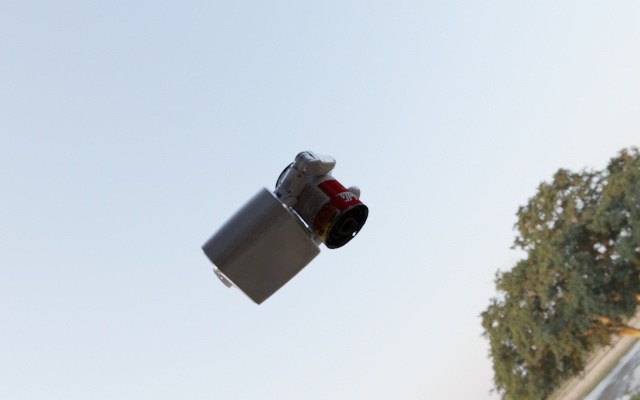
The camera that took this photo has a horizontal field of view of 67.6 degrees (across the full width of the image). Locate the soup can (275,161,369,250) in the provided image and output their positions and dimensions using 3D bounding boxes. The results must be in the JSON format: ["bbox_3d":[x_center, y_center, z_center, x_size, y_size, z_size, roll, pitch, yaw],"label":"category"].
[{"bbox_3d":[0.000,0.001,0.583,0.102,0.068,0.068,43,25,30],"label":"soup can"}]
